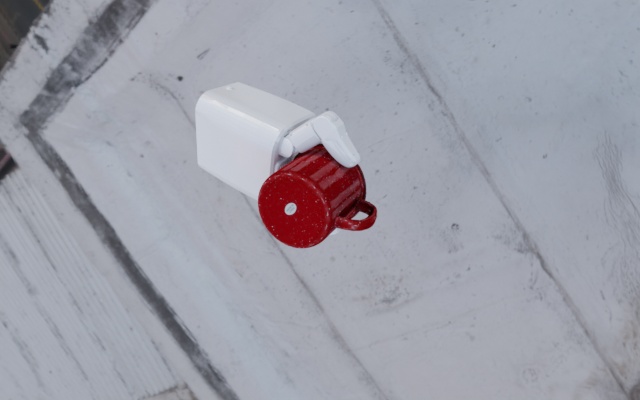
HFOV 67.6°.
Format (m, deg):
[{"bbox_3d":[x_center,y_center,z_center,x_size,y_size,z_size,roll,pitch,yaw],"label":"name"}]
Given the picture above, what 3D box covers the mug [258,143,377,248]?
[{"bbox_3d":[0.001,0.002,0.483,0.117,0.093,0.081,24,30,16],"label":"mug"}]
